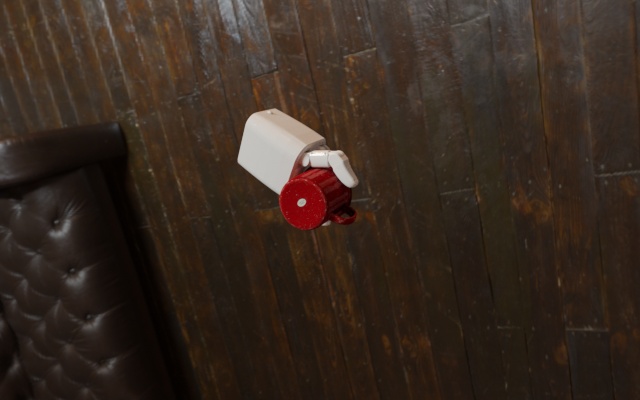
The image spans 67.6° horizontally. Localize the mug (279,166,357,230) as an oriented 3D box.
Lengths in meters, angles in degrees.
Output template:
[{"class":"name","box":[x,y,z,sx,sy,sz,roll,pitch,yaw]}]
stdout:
[{"class":"mug","box":[0.001,0.003,0.721,0.117,0.093,0.081,34,27,14]}]
